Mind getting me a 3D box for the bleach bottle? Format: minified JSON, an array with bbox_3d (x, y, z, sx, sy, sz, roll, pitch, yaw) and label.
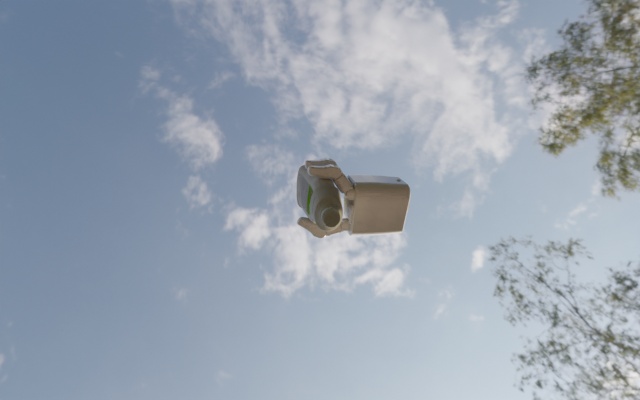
[{"bbox_3d":[0.000,0.003,0.892,0.068,0.102,0.250,-2,17,-8],"label":"bleach bottle"}]
